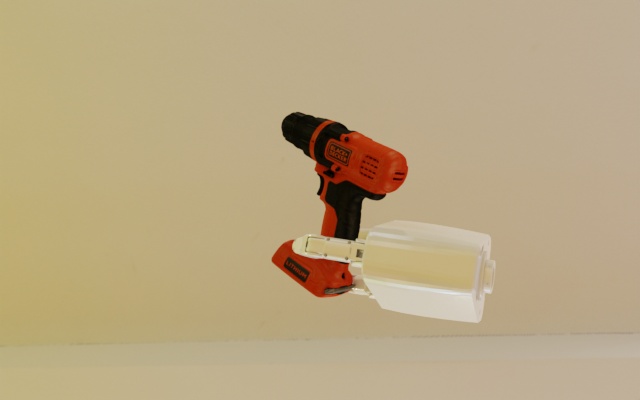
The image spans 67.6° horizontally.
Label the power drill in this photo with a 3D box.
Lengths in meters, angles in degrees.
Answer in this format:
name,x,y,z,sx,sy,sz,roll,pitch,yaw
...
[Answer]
name,x,y,z,sx,sy,sz,roll,pitch,yaw
power drill,0.000,0.002,0.556,0.057,0.188,0.184,-2,24,-43
